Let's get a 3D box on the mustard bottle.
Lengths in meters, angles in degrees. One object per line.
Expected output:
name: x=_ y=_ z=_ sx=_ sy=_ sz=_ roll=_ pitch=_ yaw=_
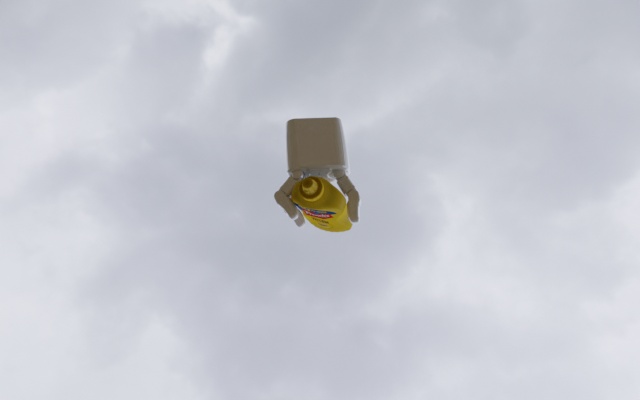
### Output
mustard bottle: x=0.000 y=0.003 z=0.847 sx=0.096 sy=0.058 sz=0.192 roll=15 pitch=-15 yaw=18
